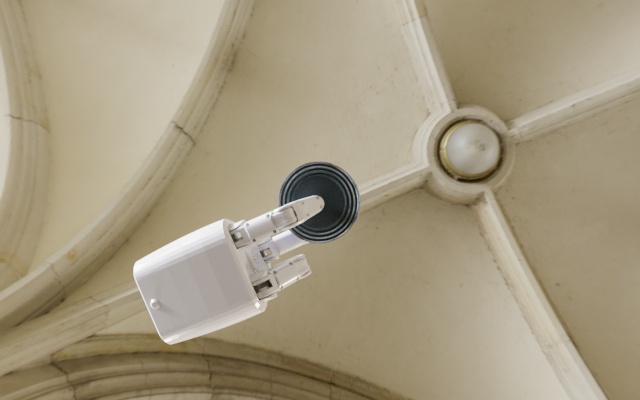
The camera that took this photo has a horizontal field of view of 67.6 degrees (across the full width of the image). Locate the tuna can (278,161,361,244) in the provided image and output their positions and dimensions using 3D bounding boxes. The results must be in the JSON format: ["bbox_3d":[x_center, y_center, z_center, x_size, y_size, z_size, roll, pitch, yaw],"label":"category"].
[{"bbox_3d":[0.000,0.002,0.513,0.086,0.086,0.034,0,2,9],"label":"tuna can"}]
